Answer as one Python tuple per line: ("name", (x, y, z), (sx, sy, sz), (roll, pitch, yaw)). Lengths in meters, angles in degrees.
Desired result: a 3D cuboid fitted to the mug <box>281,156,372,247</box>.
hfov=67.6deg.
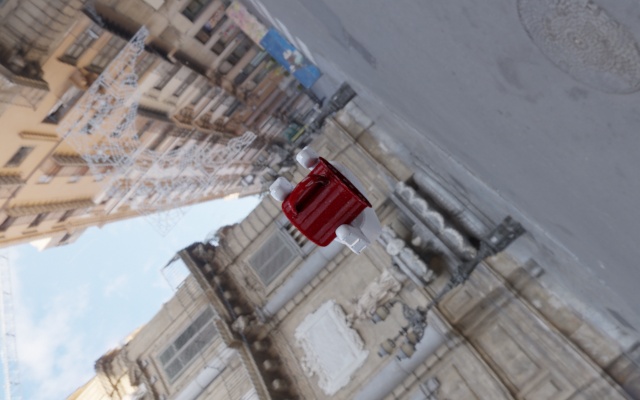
("mug", (-0.001, 0.002, 0.597), (0.093, 0.081, 0.117), (48, 9, 26))
